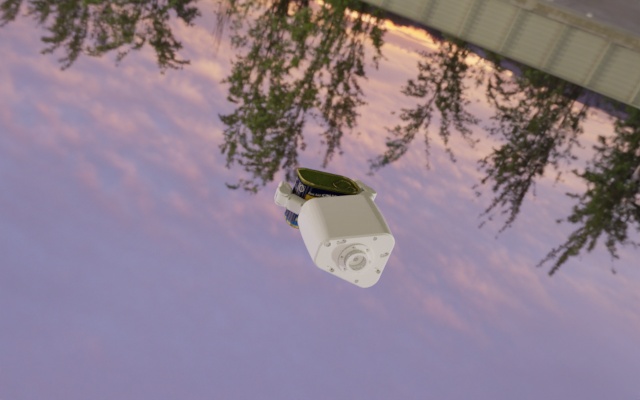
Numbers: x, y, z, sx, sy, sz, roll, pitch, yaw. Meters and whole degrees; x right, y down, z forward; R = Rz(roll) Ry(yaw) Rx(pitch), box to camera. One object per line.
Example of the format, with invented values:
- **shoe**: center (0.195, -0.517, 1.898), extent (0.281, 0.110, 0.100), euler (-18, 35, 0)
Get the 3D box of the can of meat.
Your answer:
- **can of meat**: center (0.000, 0.003, 0.766), extent (0.102, 0.084, 0.057), euler (10, 25, -23)
